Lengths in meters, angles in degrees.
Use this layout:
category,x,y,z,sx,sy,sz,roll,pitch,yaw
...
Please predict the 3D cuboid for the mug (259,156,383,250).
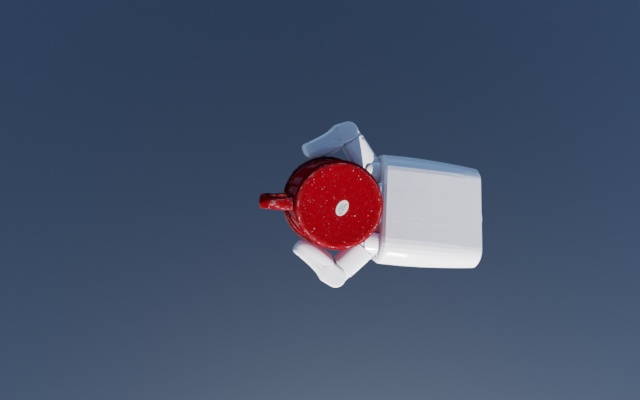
category,x,y,z,sx,sy,sz,roll,pitch,yaw
mug,-0.001,0.001,0.459,0.117,0.093,0.081,4,2,-8
